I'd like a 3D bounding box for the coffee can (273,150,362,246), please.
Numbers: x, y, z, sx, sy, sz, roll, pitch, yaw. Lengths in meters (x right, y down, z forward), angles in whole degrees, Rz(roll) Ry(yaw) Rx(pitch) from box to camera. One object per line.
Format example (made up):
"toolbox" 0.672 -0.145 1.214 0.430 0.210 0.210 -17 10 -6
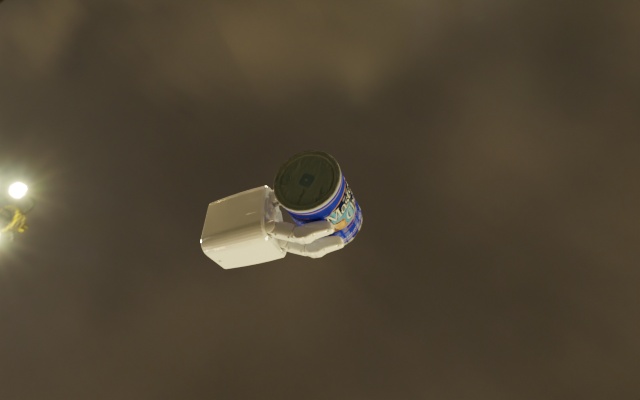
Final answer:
"coffee can" 0.000 0.002 0.746 0.103 0.102 0.140 0 -28 20
